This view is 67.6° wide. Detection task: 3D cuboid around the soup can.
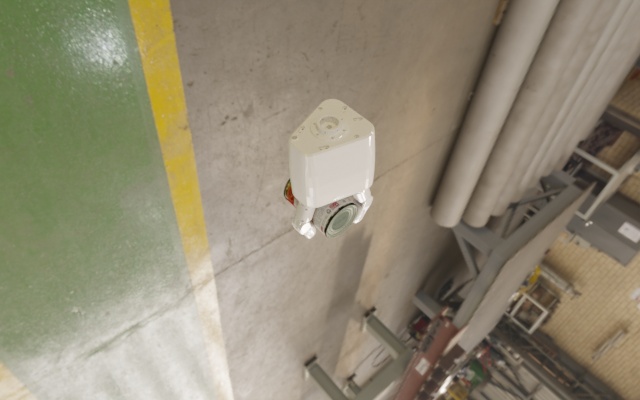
[{"bbox_3d":[0.000,0.003,0.746,0.102,0.068,0.068,42,23,29],"label":"soup can"}]
